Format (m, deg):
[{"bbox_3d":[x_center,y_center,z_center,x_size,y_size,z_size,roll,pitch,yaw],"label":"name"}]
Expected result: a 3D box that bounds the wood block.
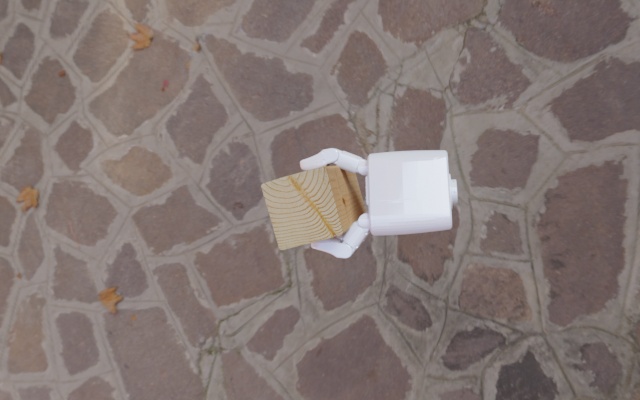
[{"bbox_3d":[0.000,0.002,0.696,0.090,0.091,0.206,-15,1,14],"label":"wood block"}]
